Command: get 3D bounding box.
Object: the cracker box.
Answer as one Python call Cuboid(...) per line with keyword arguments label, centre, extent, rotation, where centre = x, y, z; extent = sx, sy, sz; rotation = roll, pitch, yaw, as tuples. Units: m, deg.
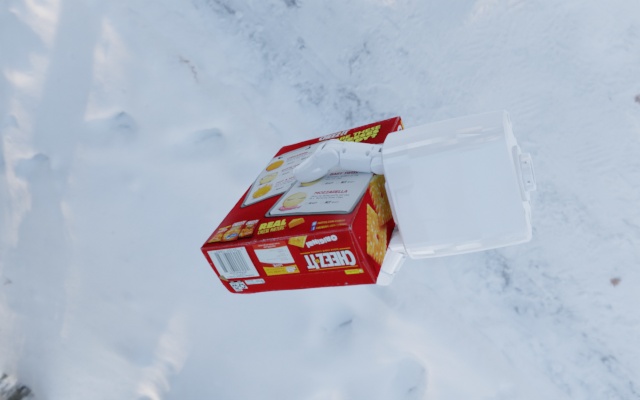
Cuboid(label="cracker box", centre=(0.000, 0.002, 0.509), extent=(0.164, 0.072, 0.213), rotation=(-10, 29, 28))
